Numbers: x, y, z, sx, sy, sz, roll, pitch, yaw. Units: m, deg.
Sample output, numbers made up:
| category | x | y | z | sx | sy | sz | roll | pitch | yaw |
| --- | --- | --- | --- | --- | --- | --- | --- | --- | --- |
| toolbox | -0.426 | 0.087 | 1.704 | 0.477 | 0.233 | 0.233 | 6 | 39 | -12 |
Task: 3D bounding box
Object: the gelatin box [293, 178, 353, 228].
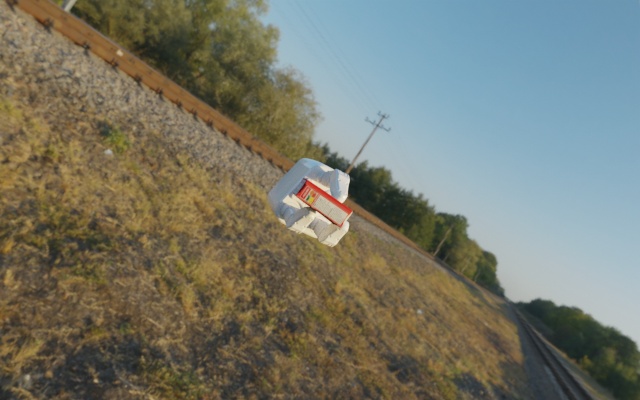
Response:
| category | x | y | z | sx | sy | sz | roll | pitch | yaw |
| --- | --- | --- | --- | --- | --- | --- | --- | --- | --- |
| gelatin box | 0.000 | 0.002 | 0.654 | 0.073 | 0.030 | 0.089 | 35 | -1 | -7 |
